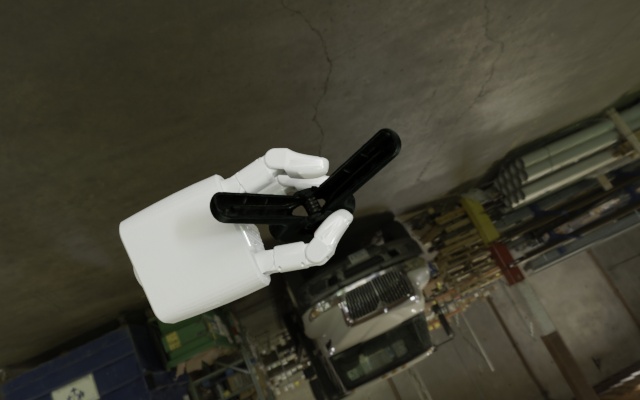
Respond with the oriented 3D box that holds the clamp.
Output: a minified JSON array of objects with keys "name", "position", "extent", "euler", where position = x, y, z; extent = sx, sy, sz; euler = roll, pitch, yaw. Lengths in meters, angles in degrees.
[{"name":"clamp","position":[0.000,0.002,0.469],"extent":[0.164,0.036,0.210],"euler":[-23,-17,1]}]
